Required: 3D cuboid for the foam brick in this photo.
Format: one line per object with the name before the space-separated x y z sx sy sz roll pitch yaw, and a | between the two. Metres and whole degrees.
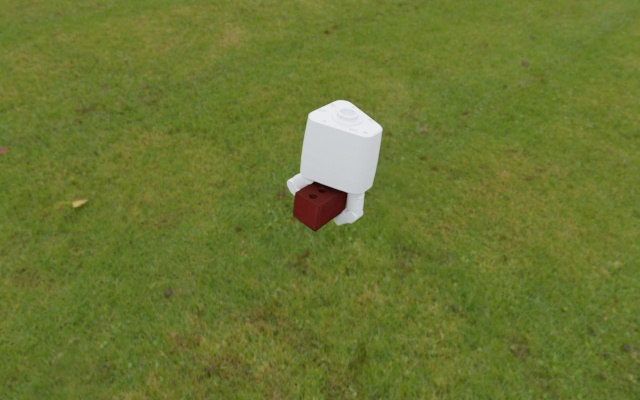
foam brick | 0.000 0.003 0.777 0.053 0.051 0.078 32 44 27
